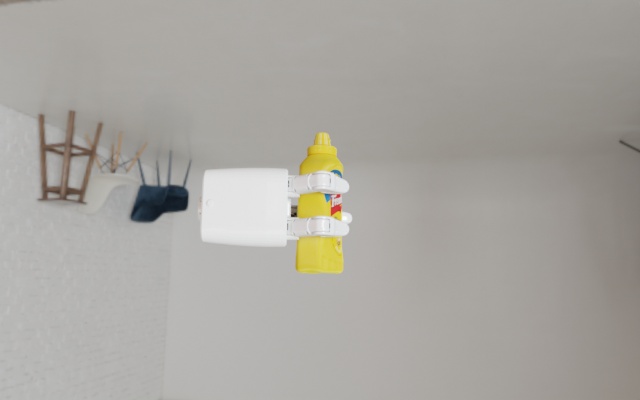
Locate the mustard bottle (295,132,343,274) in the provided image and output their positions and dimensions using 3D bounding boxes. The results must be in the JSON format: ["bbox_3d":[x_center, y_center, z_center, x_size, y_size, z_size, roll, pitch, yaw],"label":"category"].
[{"bbox_3d":[0.000,0.002,0.648,0.058,0.191,0.096,-3,-10,20],"label":"mustard bottle"}]
